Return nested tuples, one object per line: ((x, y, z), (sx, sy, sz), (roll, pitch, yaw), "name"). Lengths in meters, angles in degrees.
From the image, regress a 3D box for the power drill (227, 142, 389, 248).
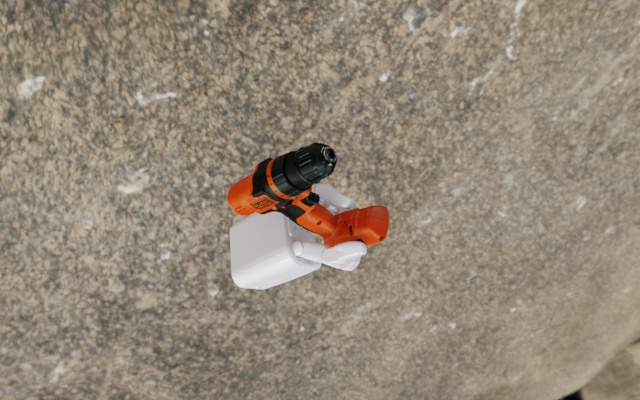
((0.000, 0.002, 0.609), (0.188, 0.057, 0.184), (30, -33, -33), "power drill")
